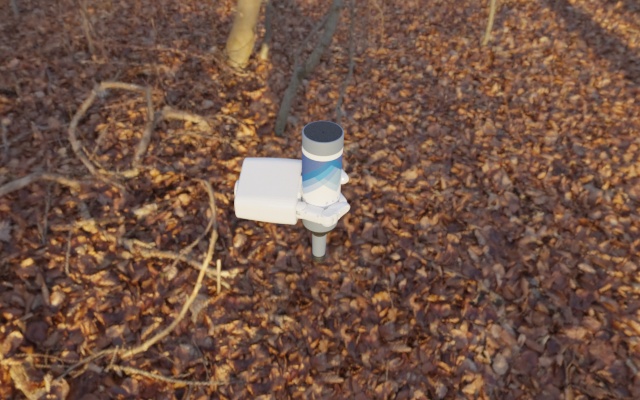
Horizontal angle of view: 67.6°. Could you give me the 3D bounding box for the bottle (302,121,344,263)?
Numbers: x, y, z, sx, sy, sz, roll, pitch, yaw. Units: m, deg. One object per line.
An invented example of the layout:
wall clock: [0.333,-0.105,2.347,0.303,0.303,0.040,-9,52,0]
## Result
bottle: [0.000,0.003,0.847,0.069,0.296,0.069,1,41,-1]
